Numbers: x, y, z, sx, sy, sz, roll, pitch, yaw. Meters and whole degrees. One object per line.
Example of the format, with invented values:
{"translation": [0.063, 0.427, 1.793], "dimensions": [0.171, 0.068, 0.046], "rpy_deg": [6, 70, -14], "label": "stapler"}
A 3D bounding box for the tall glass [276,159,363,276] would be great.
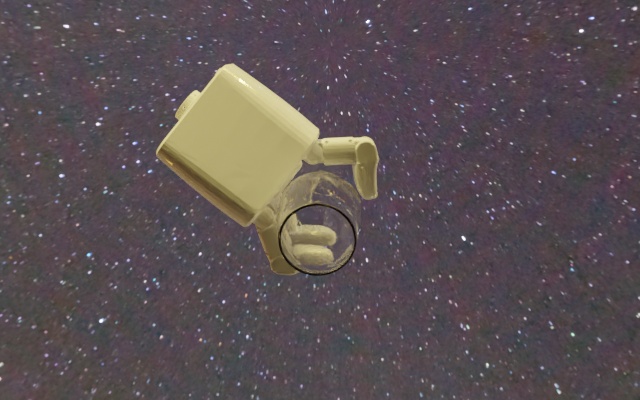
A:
{"translation": [0.000, 0.001, 0.468], "dimensions": [0.079, 0.079, 0.201], "rpy_deg": [0, 18, 1], "label": "tall glass"}
